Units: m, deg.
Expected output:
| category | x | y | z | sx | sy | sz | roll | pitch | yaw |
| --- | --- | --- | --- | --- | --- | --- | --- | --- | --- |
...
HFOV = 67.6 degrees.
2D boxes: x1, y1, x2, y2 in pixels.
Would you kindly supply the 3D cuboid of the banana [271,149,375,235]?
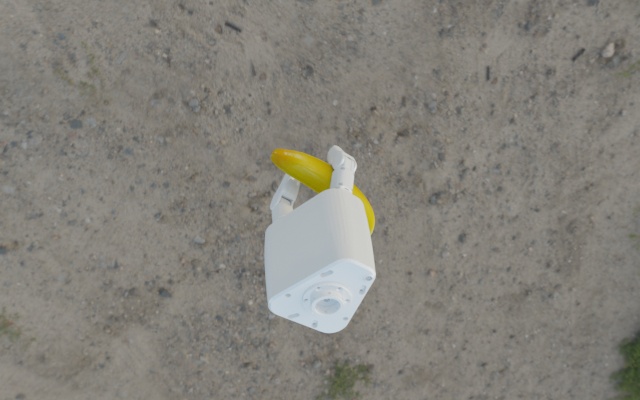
| category | x | y | z | sx | sy | sz | roll | pitch | yaw |
| --- | --- | --- | --- | --- | --- | --- | --- | --- | --- |
| banana | 0.018 | -0.002 | 0.593 | 0.069 | 0.037 | 0.198 | -19 | -47 | 23 |
